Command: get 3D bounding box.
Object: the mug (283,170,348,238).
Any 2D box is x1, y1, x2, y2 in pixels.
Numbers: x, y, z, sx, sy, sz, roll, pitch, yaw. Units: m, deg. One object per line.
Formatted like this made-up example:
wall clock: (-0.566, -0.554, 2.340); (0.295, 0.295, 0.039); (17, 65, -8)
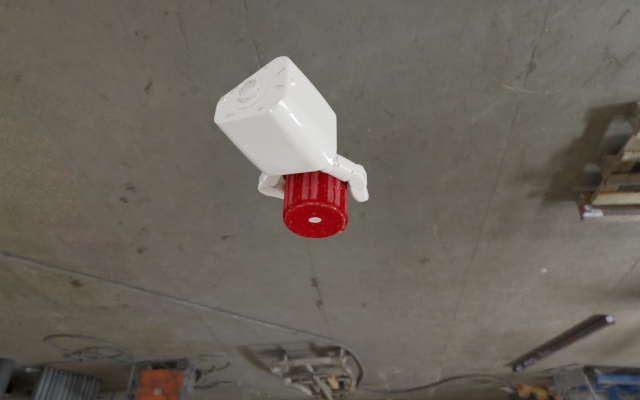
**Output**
mug: (0.001, 0.003, 0.632); (0.093, 0.081, 0.117); (-20, -43, 26)
